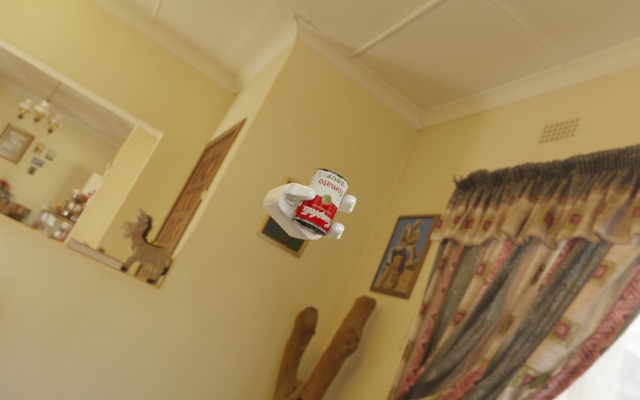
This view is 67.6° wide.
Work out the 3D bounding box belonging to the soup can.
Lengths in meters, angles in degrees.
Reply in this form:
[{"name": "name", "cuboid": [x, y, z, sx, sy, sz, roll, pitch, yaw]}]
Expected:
[{"name": "soup can", "cuboid": [0.000, 0.002, 0.846, 0.068, 0.102, 0.068, 24, -15, 7]}]
